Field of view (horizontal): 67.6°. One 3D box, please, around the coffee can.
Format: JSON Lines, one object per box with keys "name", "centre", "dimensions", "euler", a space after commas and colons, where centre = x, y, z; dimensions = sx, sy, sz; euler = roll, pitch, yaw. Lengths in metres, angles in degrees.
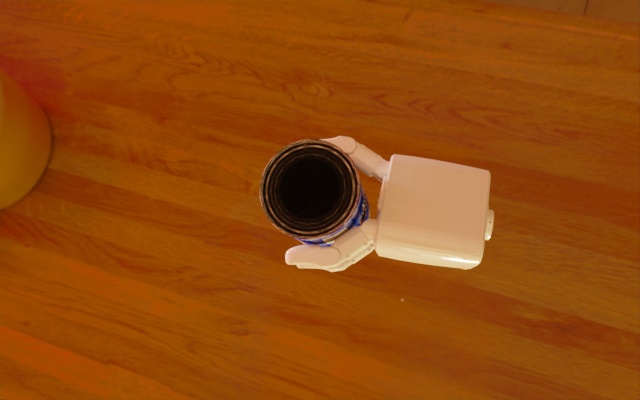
{"name": "coffee can", "centre": [0.000, 0.002, 0.540], "dimensions": [0.103, 0.102, 0.140], "euler": [0, -12, 10]}
